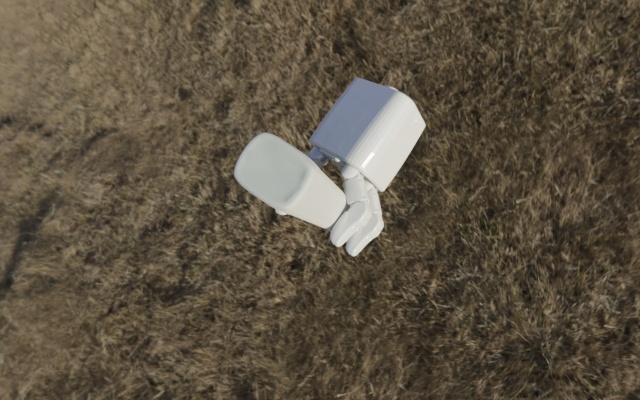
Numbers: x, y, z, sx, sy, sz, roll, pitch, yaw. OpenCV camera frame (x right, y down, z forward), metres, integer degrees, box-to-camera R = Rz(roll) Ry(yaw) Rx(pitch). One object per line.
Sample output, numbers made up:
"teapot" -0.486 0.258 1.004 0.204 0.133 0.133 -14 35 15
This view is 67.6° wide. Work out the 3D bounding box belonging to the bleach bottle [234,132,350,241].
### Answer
"bleach bottle" 0.000 0.002 0.613 0.102 0.068 0.251 34 0 29
